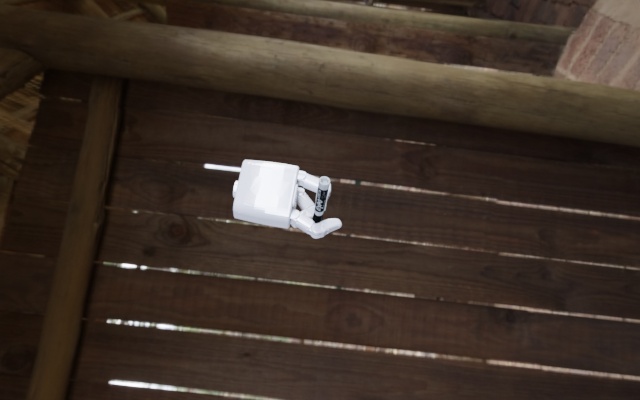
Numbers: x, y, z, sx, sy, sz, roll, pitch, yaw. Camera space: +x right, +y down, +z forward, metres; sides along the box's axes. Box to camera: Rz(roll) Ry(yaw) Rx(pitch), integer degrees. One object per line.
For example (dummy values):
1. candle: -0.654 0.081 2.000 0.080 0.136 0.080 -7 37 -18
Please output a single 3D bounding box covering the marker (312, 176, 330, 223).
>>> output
1. marker: 0.000 0.003 0.828 0.020 0.020 0.121 0 -36 -8
